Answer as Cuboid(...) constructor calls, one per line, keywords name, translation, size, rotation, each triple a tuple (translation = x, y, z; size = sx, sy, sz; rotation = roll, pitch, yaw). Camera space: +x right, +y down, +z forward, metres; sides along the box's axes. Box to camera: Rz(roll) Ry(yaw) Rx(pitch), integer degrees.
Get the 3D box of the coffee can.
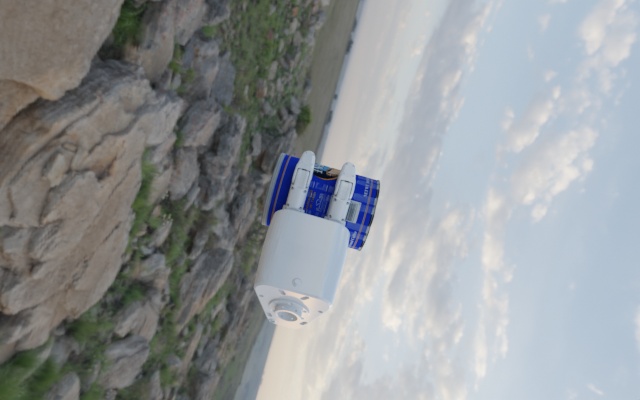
Cuboid(name="coffee can", translation=(0.000, 0.002, 0.658), size=(0.140, 0.103, 0.103), rotation=(16, 0, -1))
